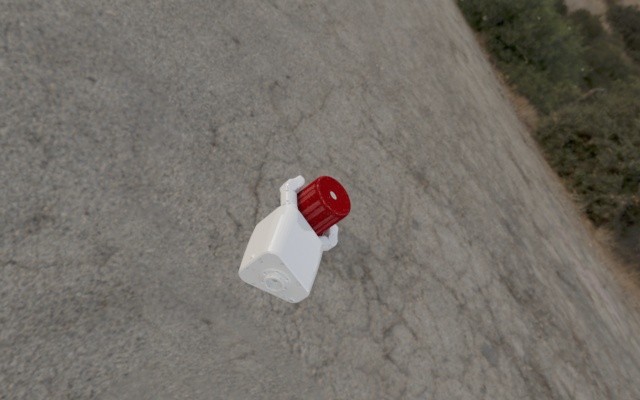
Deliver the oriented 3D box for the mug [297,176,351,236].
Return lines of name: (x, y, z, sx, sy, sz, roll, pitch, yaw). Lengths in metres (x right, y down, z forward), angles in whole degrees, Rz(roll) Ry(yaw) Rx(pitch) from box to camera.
mug: (0.001, 0.002, 0.834, 0.093, 0.117, 0.081, 40, -53, -19)
